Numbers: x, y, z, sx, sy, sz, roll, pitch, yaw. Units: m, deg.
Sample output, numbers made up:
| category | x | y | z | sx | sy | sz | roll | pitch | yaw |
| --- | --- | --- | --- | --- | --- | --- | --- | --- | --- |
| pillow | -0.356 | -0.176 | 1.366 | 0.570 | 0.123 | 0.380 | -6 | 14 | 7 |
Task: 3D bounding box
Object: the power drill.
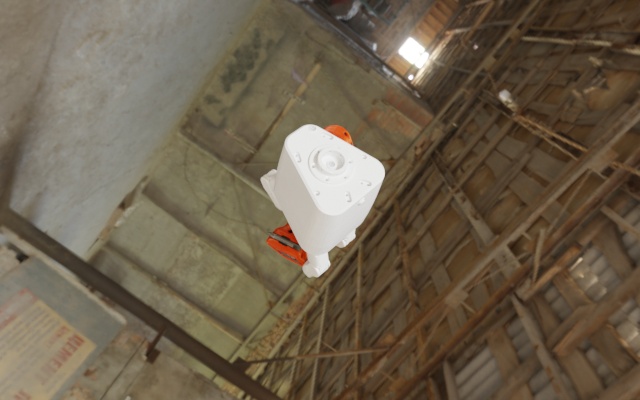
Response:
| category | x | y | z | sx | sy | sz | roll | pitch | yaw |
| --- | --- | --- | --- | --- | --- | --- | --- | --- | --- |
| power drill | 0.000 | 0.003 | 0.692 | 0.057 | 0.187 | 0.184 | 23 | -11 | 18 |
